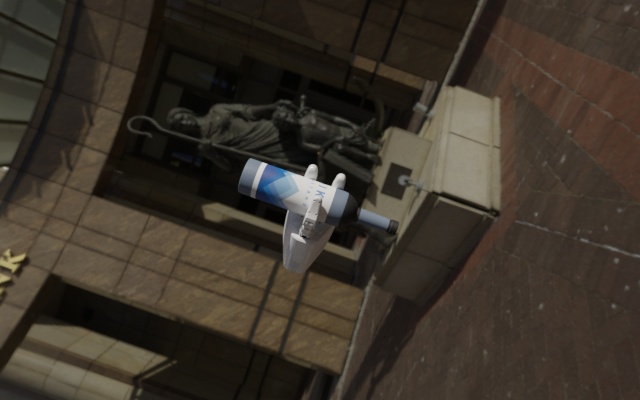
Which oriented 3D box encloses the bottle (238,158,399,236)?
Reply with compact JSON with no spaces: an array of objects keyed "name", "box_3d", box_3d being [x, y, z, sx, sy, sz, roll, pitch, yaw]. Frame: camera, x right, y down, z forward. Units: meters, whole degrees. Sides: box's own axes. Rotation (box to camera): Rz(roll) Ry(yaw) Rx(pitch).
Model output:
[{"name":"bottle","box_3d":[0.000,0.003,0.872,0.296,0.069,0.069,19,0,0]}]
